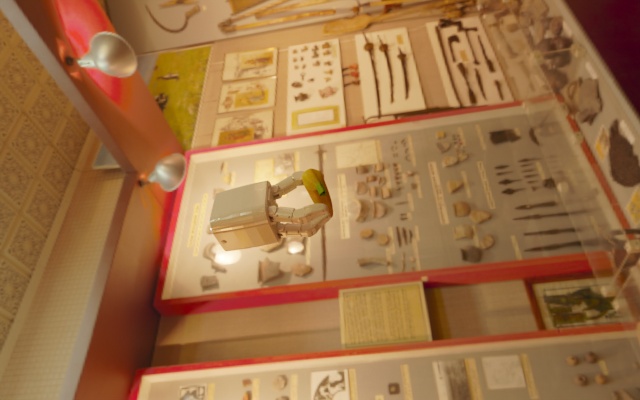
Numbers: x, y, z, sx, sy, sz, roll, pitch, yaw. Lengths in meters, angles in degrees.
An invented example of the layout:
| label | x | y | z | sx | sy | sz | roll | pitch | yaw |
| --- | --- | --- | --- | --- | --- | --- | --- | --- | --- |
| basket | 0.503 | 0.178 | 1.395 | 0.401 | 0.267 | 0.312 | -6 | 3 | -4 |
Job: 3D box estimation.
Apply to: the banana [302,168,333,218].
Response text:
| label | x | y | z | sx | sy | sz | roll | pitch | yaw |
| --- | --- | --- | --- | --- | --- | --- | --- | --- | --- |
| banana | -0.005 | -0.015 | 0.853 | 0.037 | 0.069 | 0.198 | -16 | -14 | 3 |
